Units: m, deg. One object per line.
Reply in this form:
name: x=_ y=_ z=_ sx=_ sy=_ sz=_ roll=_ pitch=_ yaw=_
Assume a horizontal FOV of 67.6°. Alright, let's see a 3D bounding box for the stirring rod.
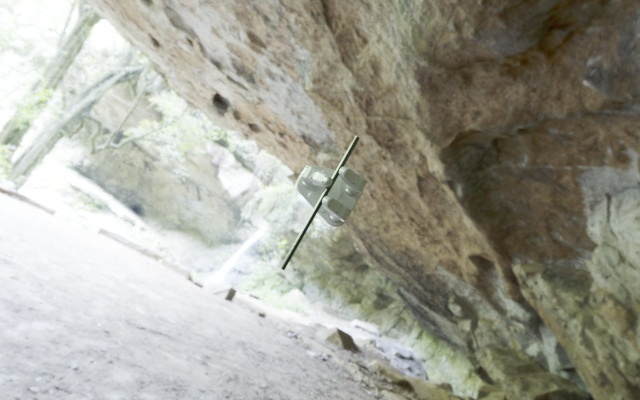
stirring rod: x=0.000 y=0.003 z=0.749 sx=0.011 sy=0.239 sz=0.011 roll=29 pitch=-7 yaw=4
